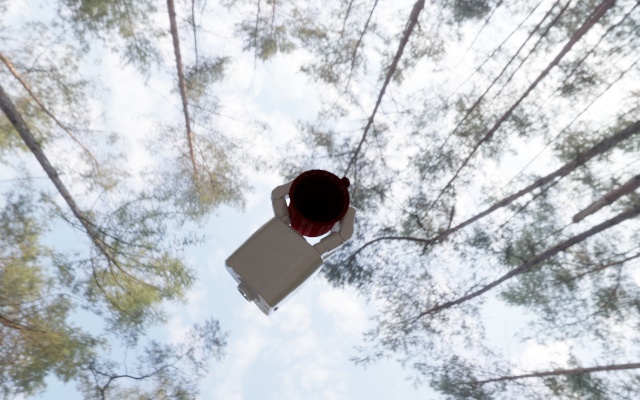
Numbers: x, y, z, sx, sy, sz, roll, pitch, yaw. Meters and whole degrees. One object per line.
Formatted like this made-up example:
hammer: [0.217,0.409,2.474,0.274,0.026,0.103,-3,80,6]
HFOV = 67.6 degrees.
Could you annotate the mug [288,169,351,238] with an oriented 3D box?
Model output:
mug: [0.001,0.002,0.756,0.117,0.093,0.081,-40,-10,-23]
